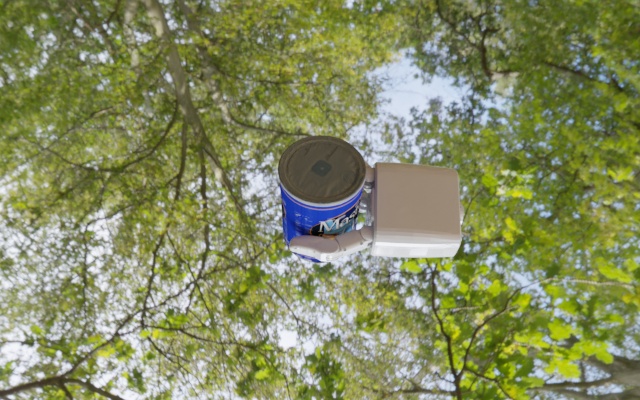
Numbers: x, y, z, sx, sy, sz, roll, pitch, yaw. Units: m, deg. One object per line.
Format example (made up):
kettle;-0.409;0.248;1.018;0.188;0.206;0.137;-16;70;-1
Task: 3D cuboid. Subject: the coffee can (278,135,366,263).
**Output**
coffee can;0.000;0.002;0.608;0.103;0.102;0.140;0;-35;-2
